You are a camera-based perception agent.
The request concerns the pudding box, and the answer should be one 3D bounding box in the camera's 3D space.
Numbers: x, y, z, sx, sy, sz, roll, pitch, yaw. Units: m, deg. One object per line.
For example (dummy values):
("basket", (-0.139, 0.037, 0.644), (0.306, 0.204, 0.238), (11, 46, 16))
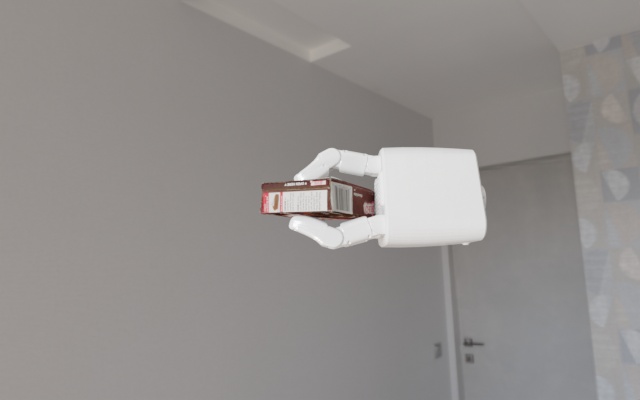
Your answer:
("pudding box", (0.000, 0.002, 0.541), (0.090, 0.039, 0.113), (-4, -9, 29))
